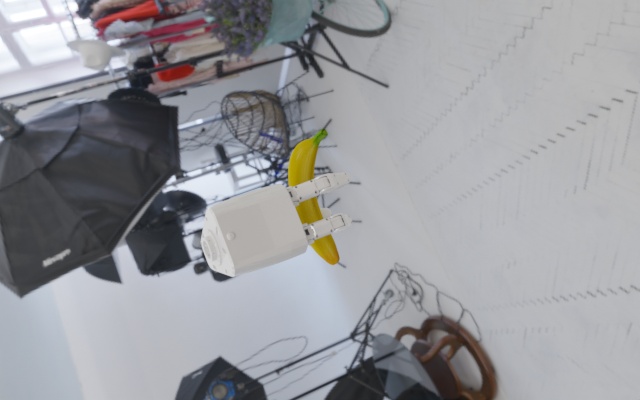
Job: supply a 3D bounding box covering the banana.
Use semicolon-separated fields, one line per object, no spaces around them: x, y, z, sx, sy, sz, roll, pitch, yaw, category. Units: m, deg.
-0.013;-0.002;0.697;0.069;0.198;0.037;3;15;45;banana
